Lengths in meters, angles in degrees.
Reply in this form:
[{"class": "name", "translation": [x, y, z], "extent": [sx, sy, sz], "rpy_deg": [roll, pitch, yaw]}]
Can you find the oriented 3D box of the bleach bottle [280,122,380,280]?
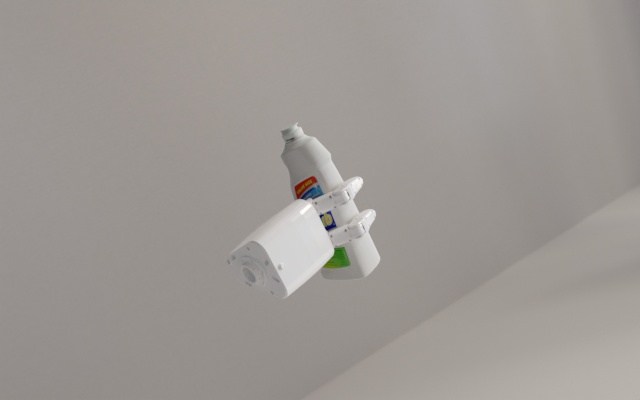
[{"class": "bleach bottle", "translation": [0.000, 0.002, 0.732], "extent": [0.102, 0.251, 0.068], "rpy_deg": [-9, 23, 45]}]
